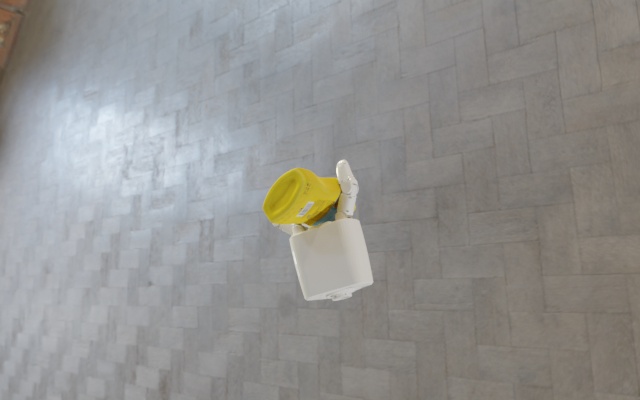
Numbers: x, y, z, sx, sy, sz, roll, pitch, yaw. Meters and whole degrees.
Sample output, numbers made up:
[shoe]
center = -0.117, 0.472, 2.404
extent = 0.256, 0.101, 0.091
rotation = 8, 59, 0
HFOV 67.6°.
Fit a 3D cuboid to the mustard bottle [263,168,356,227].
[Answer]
[mustard bottle]
center = 0.000, 0.002, 0.791
extent = 0.191, 0.096, 0.058
rotation = 10, 36, -52
